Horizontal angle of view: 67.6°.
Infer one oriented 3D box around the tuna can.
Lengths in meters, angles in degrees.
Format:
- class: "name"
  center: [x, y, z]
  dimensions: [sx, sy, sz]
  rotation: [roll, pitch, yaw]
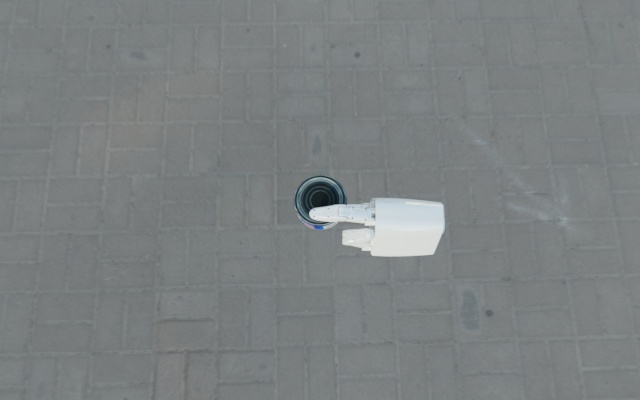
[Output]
- class: "tuna can"
  center: [0.000, 0.002, 0.767]
  dimensions: [0.086, 0.086, 0.034]
  rotation: [0, -13, 4]
